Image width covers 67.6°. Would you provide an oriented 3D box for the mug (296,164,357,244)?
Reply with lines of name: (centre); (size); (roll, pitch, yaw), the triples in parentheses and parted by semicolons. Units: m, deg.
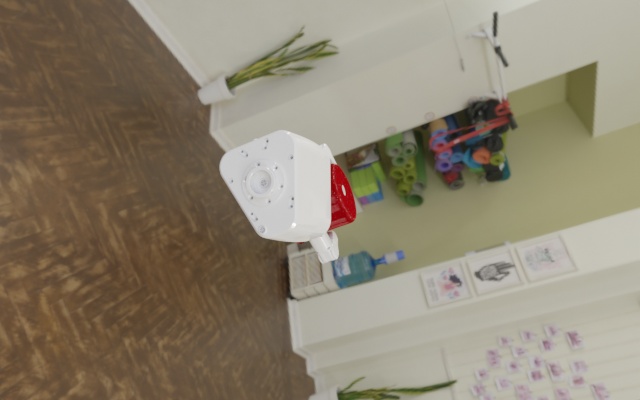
mug: (0.001, 0.002, 0.642); (0.081, 0.093, 0.117); (-20, -9, 16)
